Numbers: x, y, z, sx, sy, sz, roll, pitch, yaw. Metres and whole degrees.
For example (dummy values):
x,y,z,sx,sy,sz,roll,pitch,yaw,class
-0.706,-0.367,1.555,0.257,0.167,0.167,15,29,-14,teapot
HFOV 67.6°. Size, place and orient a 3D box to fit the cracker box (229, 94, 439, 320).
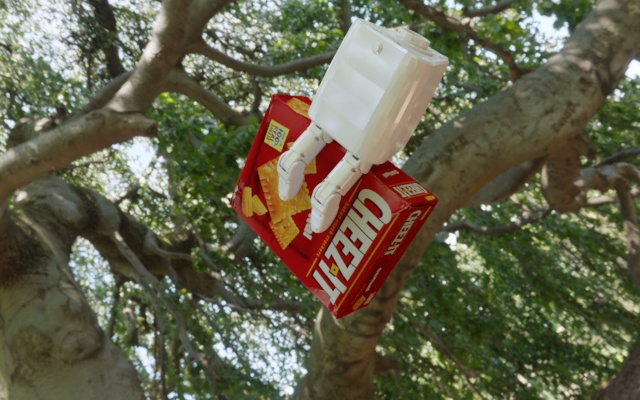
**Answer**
x,y,z,sx,sy,sz,roll,pitch,yaw,class
0.000,0.002,0.553,0.213,0.164,0.072,43,31,27,cracker box
